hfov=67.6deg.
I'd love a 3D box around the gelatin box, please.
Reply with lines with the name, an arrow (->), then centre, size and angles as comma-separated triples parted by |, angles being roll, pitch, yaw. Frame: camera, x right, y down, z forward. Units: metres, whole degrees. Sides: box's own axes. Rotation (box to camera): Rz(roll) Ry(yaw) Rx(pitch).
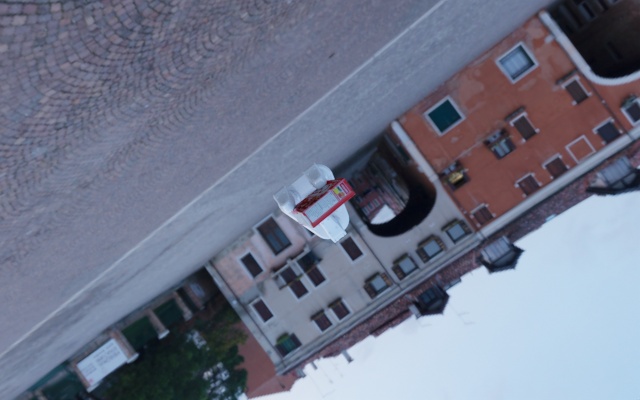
gelatin box -> 0.000, 0.003, 0.653 | 0.073, 0.030, 0.089 | -39, 9, -10
